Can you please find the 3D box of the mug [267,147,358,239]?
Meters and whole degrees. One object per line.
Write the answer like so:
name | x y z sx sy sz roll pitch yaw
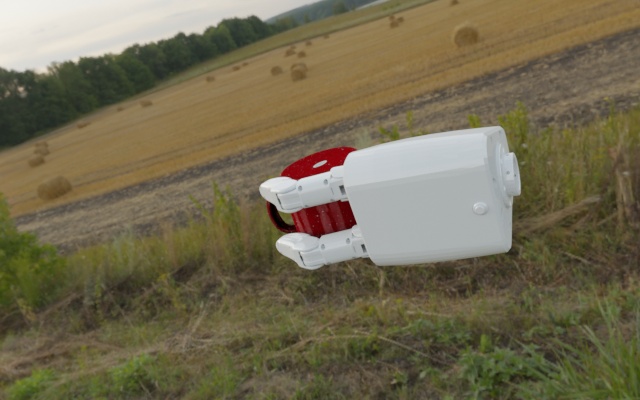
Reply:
mug | -0.001 0.001 0.464 0.117 0.081 0.093 -8 23 28
